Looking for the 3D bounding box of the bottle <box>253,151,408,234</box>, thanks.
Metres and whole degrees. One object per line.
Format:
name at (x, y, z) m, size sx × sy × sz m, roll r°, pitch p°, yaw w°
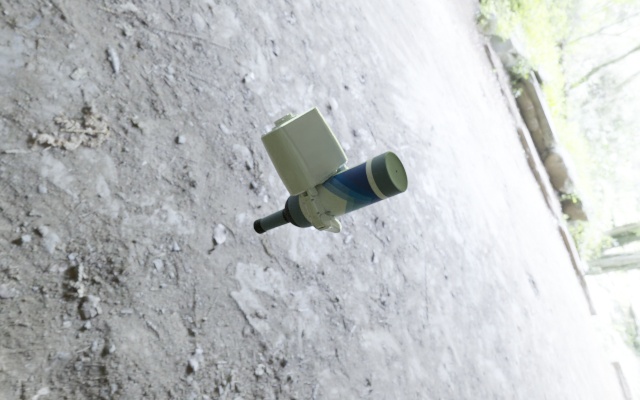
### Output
bottle at (0.000, 0.003, 0.793) m, size 0.296 × 0.069 × 0.069 m, roll -22°, pitch -13°, yaw 33°
